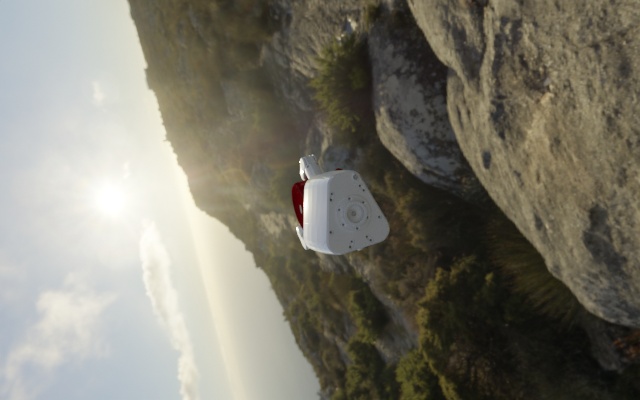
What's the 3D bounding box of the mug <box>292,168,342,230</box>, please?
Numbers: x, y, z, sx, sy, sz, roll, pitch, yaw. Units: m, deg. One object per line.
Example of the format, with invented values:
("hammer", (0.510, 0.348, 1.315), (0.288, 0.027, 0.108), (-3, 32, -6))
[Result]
("mug", (-0.001, 0.003, 0.784), (0.081, 0.093, 0.117), (-15, 2, -17))
